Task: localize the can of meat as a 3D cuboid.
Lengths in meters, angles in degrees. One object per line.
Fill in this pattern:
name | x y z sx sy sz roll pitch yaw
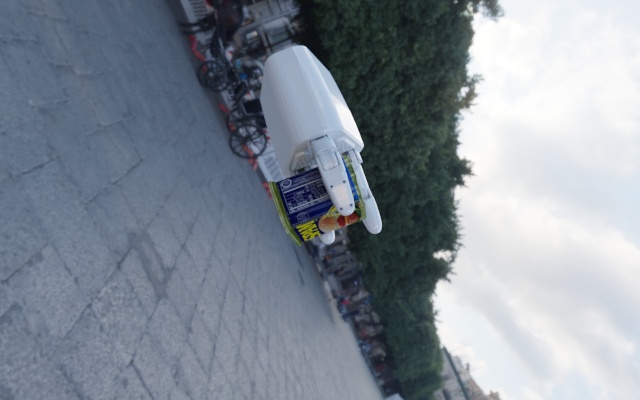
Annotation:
can of meat | 0.000 0.002 0.506 0.084 0.057 0.102 -21 -18 0
